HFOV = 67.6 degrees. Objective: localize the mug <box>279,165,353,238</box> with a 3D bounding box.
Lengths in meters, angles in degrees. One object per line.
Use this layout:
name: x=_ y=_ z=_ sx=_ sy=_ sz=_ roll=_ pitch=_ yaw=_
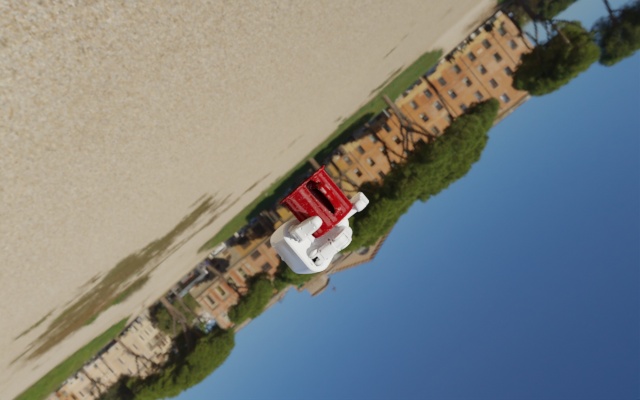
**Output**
mug: x=0.001 y=0.002 z=0.739 sx=0.093 sy=0.081 sz=0.117 roll=-42 pitch=4 yaw=-22
